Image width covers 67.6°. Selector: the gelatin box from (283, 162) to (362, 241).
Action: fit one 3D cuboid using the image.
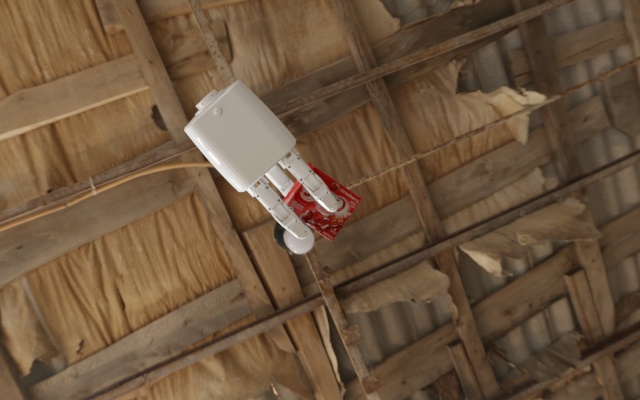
[{"bbox_3d":[0.000,0.002,0.655,0.089,0.073,0.030,34,2,-24],"label":"gelatin box"}]
